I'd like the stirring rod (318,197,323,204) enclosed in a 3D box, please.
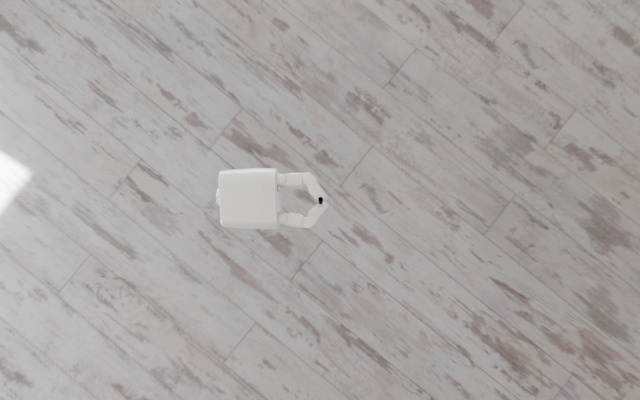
[{"bbox_3d":[0.000,0.003,0.887,0.011,0.011,0.239,0,-2,0],"label":"stirring rod"}]
